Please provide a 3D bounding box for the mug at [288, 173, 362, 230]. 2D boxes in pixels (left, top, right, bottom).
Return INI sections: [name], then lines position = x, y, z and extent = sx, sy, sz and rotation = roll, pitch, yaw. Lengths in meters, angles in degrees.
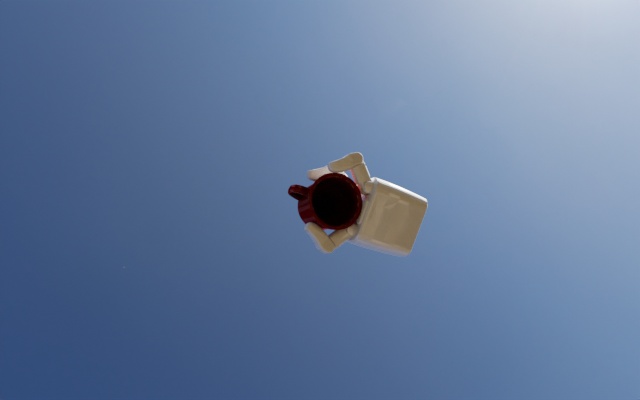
[mug]
position = -0.001, 0.002, 0.794
extent = 0.117, 0.093, 0.081
rotation = 19, -14, -17
